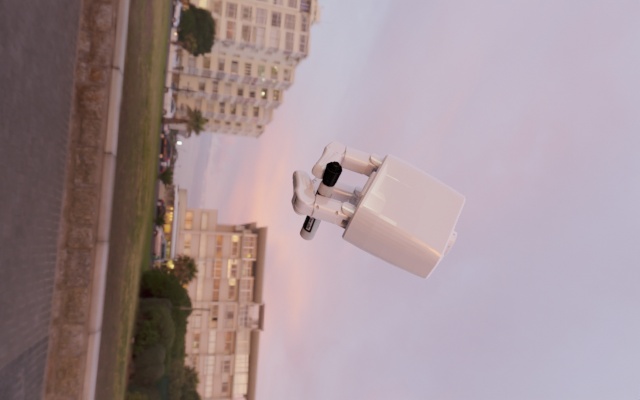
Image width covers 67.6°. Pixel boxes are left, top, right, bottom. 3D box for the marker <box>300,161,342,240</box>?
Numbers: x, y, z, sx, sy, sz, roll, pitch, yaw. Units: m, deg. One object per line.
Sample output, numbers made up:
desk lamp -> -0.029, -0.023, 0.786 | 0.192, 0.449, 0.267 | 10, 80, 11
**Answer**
marker -> 0.000, 0.002, 0.550 | 0.020, 0.020, 0.121 | 0, -43, -22
